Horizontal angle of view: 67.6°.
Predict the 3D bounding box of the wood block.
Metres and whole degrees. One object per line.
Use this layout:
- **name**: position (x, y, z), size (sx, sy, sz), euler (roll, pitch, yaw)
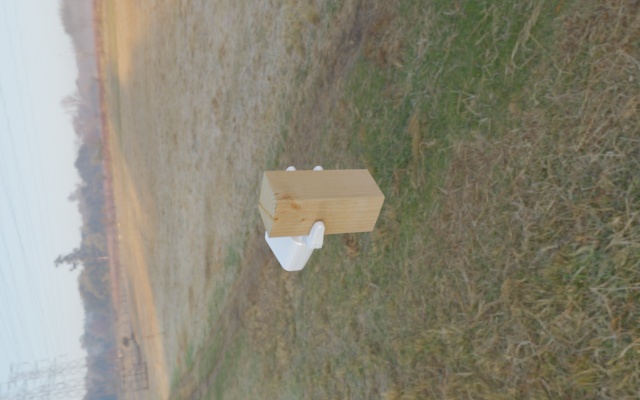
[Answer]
- **wood block**: position (0.000, 0.003, 0.885), size (0.206, 0.090, 0.090), euler (-3, 41, -22)
